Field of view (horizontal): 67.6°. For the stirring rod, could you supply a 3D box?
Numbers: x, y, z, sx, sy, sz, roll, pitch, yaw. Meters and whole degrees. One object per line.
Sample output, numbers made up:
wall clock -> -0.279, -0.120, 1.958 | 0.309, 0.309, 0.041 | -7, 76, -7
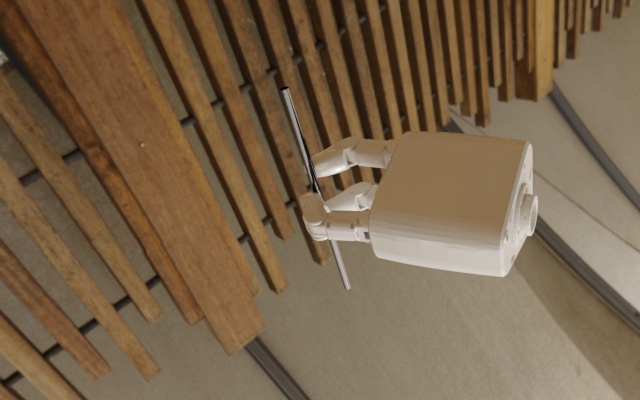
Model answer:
stirring rod -> 0.000, 0.001, 0.466 | 0.011, 0.240, 0.011 | -12, 34, 8
